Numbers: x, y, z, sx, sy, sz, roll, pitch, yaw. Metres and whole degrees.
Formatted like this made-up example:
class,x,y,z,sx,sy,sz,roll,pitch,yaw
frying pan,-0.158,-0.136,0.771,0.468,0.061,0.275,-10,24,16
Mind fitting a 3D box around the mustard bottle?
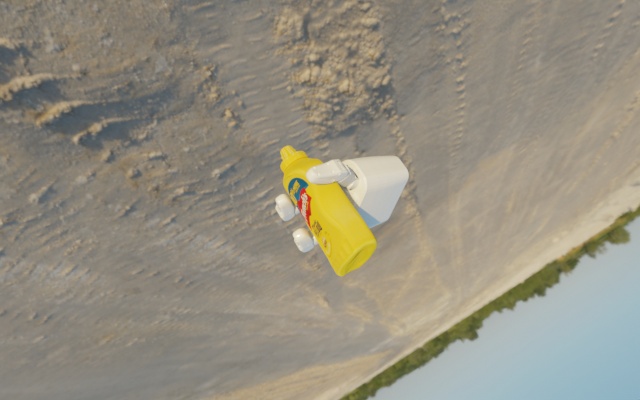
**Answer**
class,x,y,z,sx,sy,sz,roll,pitch,yaw
mustard bottle,0.000,0.002,0.643,0.058,0.191,0.096,-25,-22,-20
